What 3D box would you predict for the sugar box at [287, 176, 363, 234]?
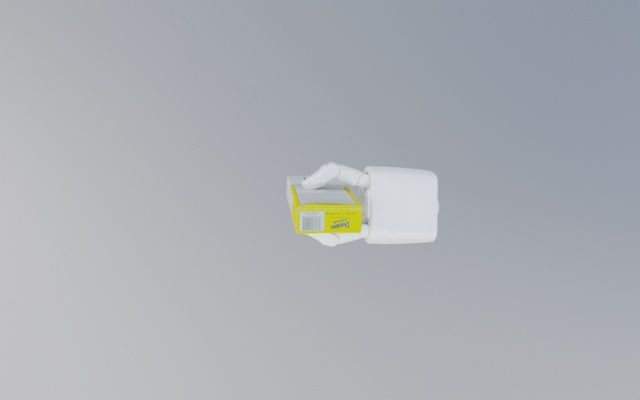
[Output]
[{"bbox_3d":[0.000,0.003,0.728,0.093,0.048,0.176,1,14,-8],"label":"sugar box"}]
